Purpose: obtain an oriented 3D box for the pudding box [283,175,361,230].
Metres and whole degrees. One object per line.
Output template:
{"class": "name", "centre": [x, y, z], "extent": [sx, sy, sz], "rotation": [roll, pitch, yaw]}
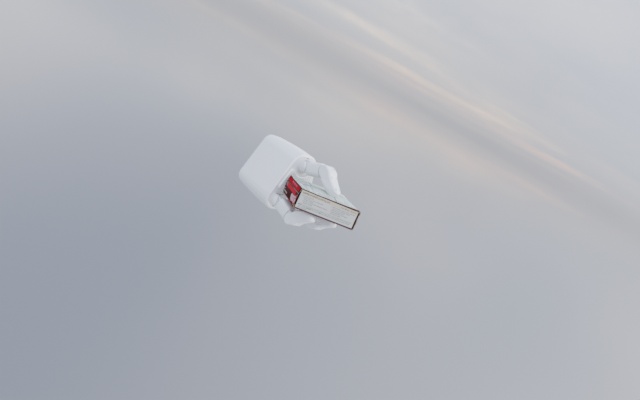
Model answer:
{"class": "pudding box", "centre": [0.000, 0.002, 0.796], "extent": [0.113, 0.039, 0.090], "rotation": [20, 12, -20]}
